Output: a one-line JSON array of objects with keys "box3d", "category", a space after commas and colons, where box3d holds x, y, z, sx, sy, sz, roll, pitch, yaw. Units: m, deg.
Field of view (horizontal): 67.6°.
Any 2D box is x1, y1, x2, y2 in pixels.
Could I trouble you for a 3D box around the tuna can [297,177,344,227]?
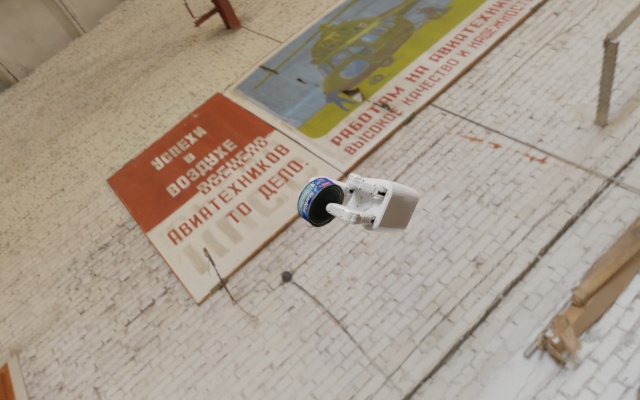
[{"box3d": [0.000, 0.003, 0.851, 0.086, 0.086, 0.033, 0, 27, -48], "category": "tuna can"}]
